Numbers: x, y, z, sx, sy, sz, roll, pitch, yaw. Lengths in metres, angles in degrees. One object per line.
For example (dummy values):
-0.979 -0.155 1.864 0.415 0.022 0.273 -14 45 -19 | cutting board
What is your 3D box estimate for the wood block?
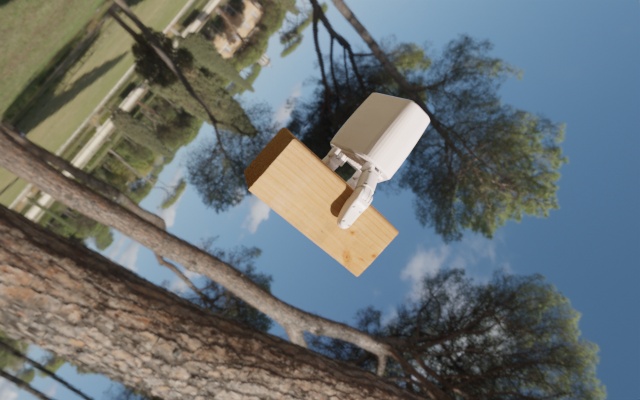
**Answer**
0.001 0.002 0.679 0.206 0.090 0.090 40 6 -21 | wood block
